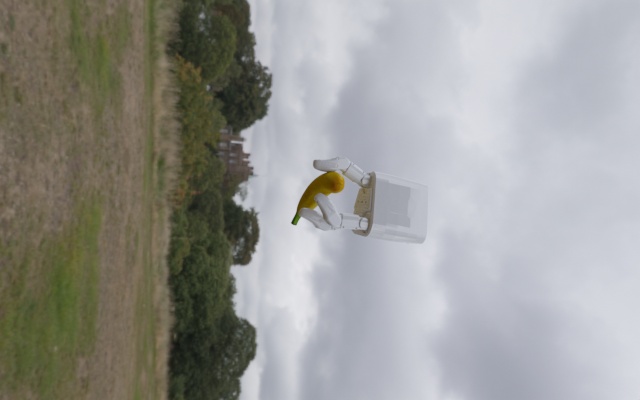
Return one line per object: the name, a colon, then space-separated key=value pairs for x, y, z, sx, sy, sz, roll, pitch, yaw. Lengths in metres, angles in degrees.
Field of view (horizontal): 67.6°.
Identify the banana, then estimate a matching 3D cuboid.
banana: x=0.002 y=-0.013 z=0.831 sx=0.037 sy=0.069 sz=0.198 roll=18 pitch=-27 yaw=-16
